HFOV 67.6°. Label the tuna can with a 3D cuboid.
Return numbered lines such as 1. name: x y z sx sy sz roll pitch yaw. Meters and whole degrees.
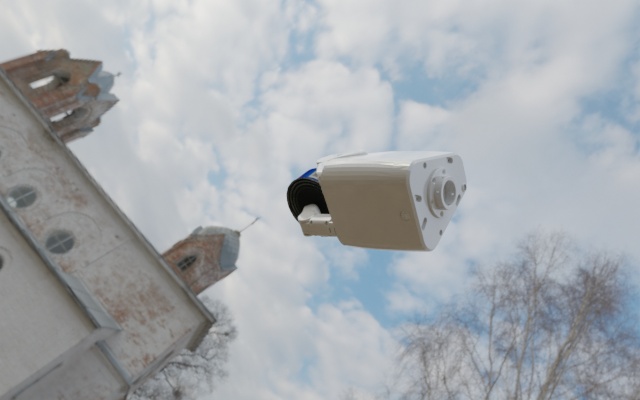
1. tuna can: 0.000 0.002 0.611 0.086 0.086 0.033 0 29 41
